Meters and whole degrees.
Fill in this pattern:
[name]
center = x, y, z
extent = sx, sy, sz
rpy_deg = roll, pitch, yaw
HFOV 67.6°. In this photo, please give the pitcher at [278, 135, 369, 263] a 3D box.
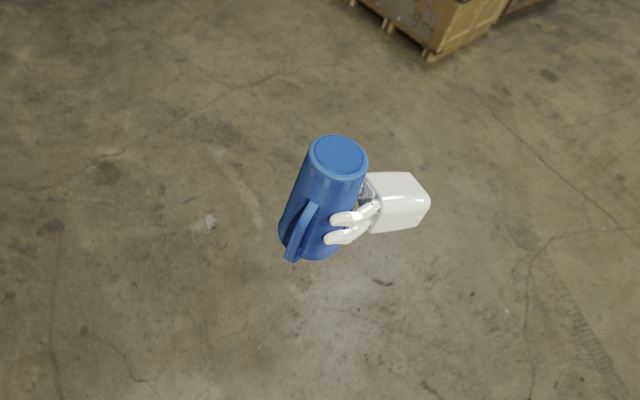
[pitcher]
center = 0.000, 0.003, 0.892
extent = 0.145, 0.149, 0.243
rpy_deg = -5, -37, -21
